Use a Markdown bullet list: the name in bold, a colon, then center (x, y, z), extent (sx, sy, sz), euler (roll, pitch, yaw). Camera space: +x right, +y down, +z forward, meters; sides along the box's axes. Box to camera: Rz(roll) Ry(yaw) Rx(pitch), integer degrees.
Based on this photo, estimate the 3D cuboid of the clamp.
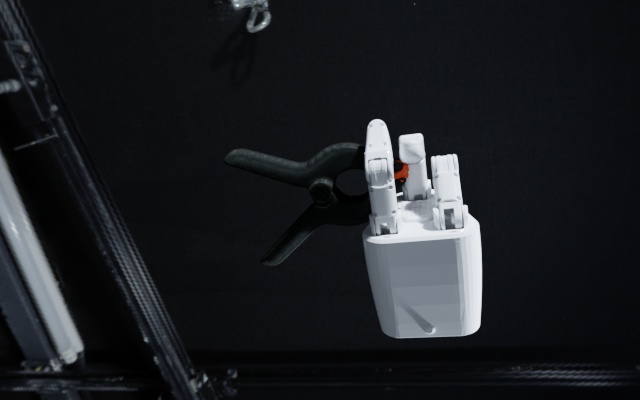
- **clamp**: center (0.000, 0.001, 0.454), extent (0.171, 0.120, 0.039), euler (-5, 22, 13)
